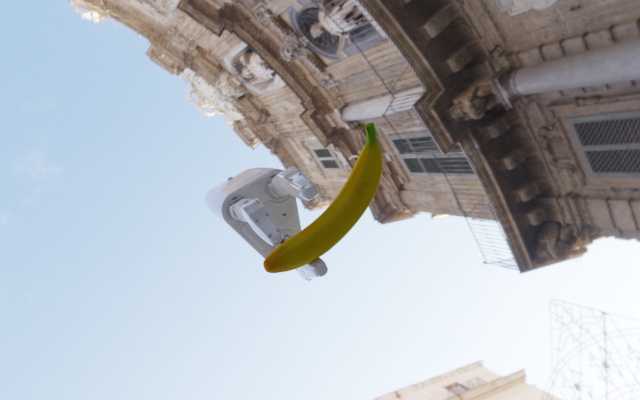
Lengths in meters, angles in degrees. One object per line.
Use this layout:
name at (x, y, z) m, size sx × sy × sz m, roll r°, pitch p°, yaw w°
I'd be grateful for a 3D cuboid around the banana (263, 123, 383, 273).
banana at (0.015, 0.010, 0.534) m, size 0.070 × 0.198 × 0.037 m, roll 40°, pitch -10°, yaw -27°
